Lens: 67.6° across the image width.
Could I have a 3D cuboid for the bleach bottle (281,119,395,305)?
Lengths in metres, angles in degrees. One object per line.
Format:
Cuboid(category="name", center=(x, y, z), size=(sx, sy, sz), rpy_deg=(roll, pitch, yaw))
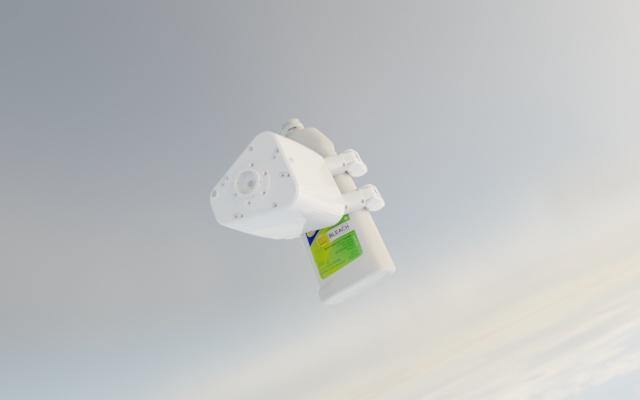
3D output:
Cuboid(category="bleach bottle", center=(0.000, 0.002, 0.634), size=(0.102, 0.250, 0.068), rpy_deg=(-33, -23, 18))
